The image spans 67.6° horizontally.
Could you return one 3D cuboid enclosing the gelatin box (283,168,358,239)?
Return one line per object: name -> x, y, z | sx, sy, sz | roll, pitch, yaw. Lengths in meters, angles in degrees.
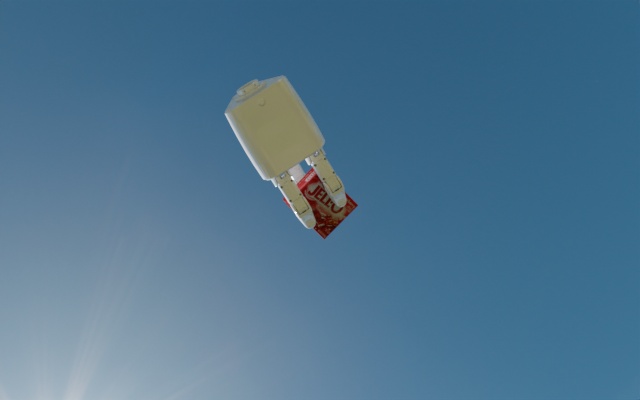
gelatin box -> 0.000, 0.002, 0.707 | 0.089, 0.073, 0.030 | 45, 0, -28
